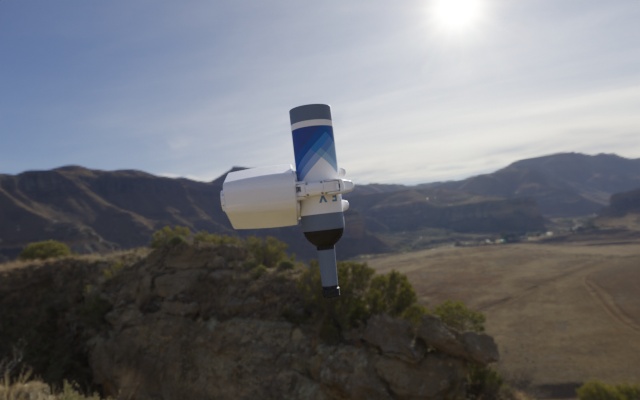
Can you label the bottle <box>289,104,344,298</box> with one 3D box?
[{"bbox_3d":[0.000,0.002,0.744,0.069,0.295,0.069,-6,-2,0],"label":"bottle"}]
